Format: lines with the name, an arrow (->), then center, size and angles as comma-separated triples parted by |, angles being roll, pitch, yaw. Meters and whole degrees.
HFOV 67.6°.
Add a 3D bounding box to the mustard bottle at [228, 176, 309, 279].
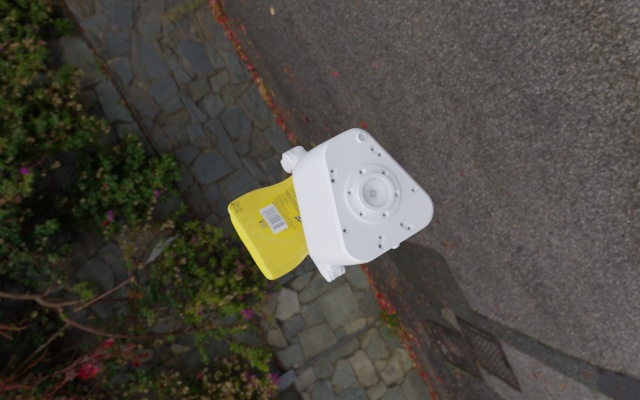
mustard bottle -> 0.000, 0.002, 0.543 | 0.191, 0.096, 0.058 | -30, -23, -15
